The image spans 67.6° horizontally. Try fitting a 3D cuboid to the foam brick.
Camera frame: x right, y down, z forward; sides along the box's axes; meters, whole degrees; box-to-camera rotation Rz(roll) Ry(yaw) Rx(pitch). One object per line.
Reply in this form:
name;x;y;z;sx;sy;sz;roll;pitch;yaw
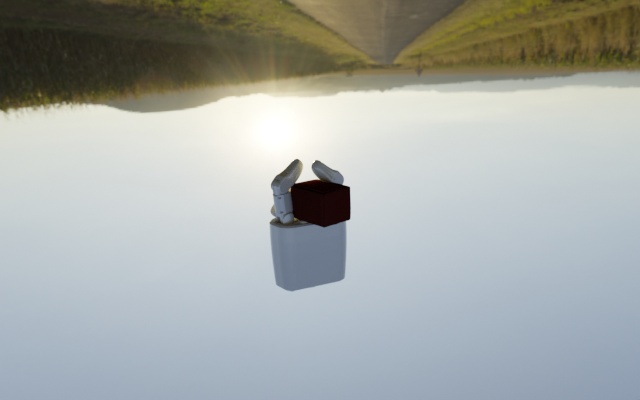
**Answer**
foam brick;0.000;0.002;0.694;0.053;0.051;0.078;-13;18;-38
